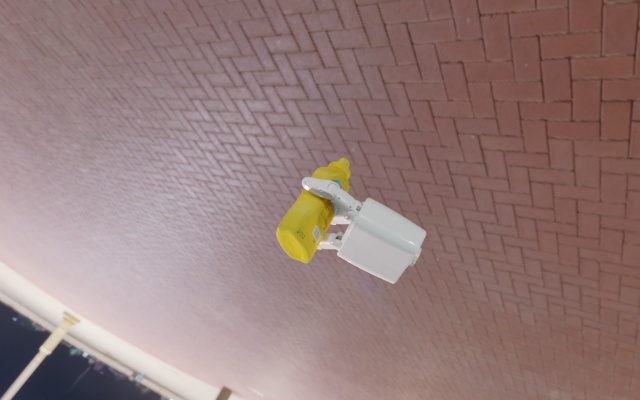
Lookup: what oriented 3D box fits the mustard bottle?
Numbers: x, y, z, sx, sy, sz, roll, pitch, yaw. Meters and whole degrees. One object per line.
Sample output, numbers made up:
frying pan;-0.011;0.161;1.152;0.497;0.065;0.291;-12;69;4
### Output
mustard bottle;0.000;0.003;0.793;0.058;0.191;0.096;16;-32;27
